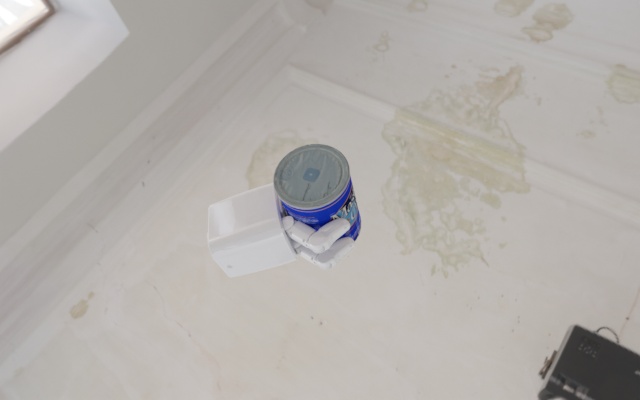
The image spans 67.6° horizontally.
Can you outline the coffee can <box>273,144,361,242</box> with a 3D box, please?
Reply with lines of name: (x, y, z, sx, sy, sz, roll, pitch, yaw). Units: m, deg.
coffee can: (0.000, 0.002, 0.684, 0.103, 0.102, 0.140, 0, -32, 13)
